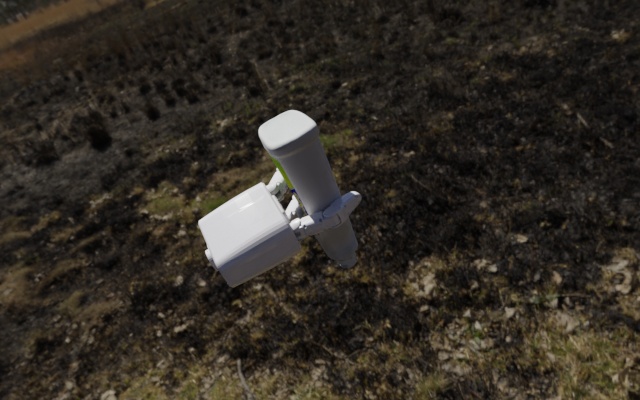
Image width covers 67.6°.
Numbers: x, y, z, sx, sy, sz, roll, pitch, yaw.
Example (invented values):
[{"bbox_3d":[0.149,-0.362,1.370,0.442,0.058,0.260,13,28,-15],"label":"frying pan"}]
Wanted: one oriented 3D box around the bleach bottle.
[{"bbox_3d":[0.000,0.002,0.668,0.068,0.251,0.102,-30,32,-7],"label":"bleach bottle"}]
